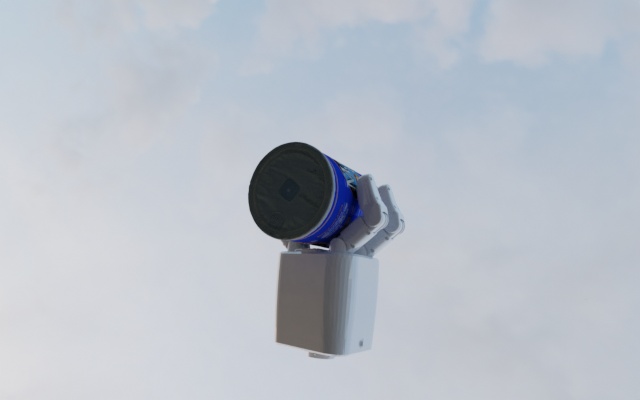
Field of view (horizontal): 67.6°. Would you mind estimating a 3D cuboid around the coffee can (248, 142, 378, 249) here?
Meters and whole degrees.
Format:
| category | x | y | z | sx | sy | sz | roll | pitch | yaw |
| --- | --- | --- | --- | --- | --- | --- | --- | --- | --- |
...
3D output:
| category | x | y | z | sx | sy | sz | roll | pitch | yaw |
| --- | --- | --- | --- | --- | --- | --- | --- | --- | --- |
| coffee can | 0.000 | 0.002 | 0.545 | 0.103 | 0.103 | 0.140 | 0 | -10 | 29 |
